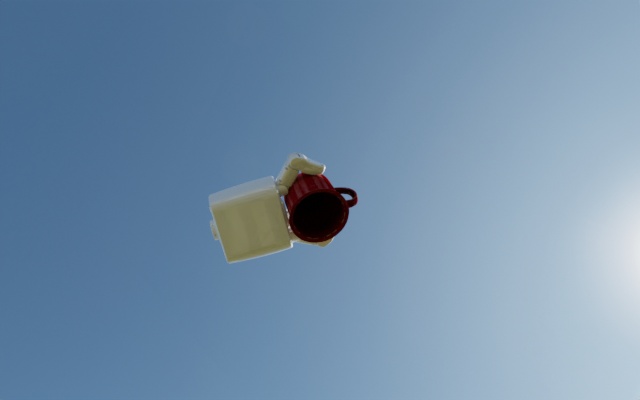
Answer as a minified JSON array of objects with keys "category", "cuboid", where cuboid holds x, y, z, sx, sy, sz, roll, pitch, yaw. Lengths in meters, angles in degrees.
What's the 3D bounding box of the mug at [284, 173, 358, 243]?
[{"category":"mug","cuboid":[0.001,0.002,0.747,0.117,0.093,0.081,-15,31,-8]}]
